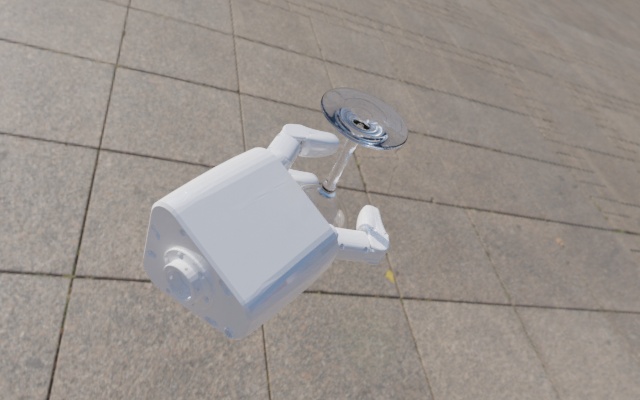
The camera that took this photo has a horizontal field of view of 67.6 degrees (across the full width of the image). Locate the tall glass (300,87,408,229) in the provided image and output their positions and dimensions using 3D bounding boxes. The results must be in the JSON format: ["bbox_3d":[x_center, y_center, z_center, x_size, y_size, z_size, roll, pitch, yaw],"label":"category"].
[{"bbox_3d":[0.000,0.001,0.437,0.079,0.079,0.201,0,-42,-28],"label":"tall glass"}]
